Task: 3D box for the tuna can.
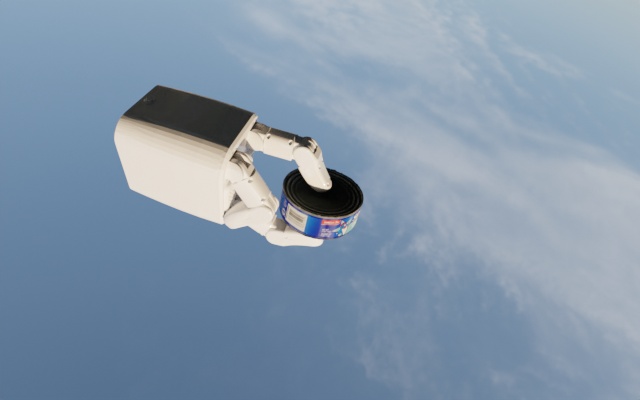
[{"bbox_3d":[0.000,0.002,0.505,0.086,0.034,0.086,9,37,-7],"label":"tuna can"}]
